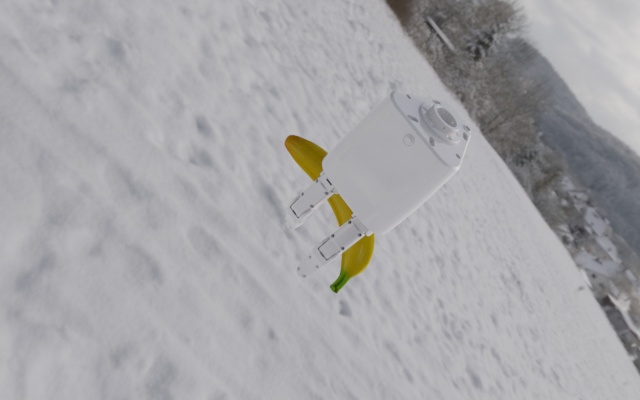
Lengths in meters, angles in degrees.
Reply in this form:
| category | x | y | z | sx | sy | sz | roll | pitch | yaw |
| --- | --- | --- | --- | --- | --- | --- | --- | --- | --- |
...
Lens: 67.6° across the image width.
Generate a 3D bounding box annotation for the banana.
| category | x | y | z | sx | sy | sz | roll | pitch | yaw |
| --- | --- | --- | --- | --- | --- | --- | --- | --- | --- |
| banana | 0.017 | 0.003 | 0.548 | 0.069 | 0.197 | 0.037 | -6 | -27 | -29 |
